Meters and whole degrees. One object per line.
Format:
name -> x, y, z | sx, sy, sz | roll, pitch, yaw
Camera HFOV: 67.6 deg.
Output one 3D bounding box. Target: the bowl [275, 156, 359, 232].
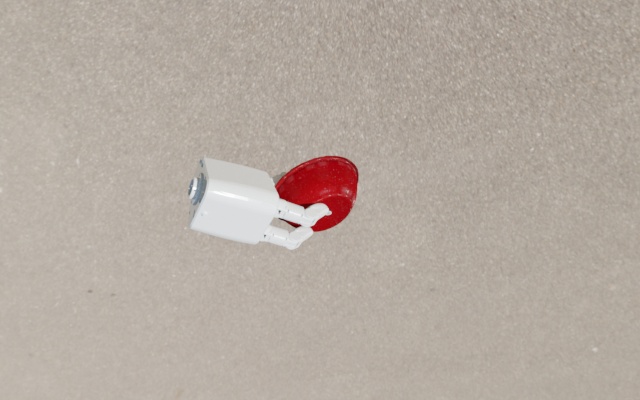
bowl -> 0.001, 0.003, 0.792 | 0.162, 0.055, 0.162 | -18, -36, -13
